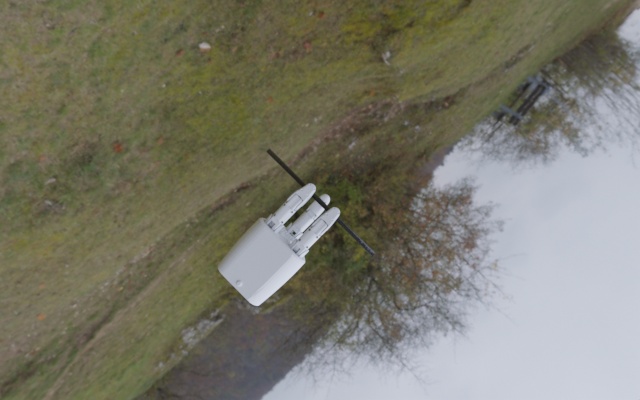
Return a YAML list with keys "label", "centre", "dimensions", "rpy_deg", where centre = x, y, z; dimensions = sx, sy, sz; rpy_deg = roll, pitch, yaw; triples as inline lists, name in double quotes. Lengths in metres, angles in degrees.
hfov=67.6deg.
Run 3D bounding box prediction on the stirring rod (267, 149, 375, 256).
- label: "stirring rod"
  centre: [0.000, 0.002, 0.773]
  dimensions: [0.239, 0.011, 0.011]
  rpy_deg: [45, -3, 3]
